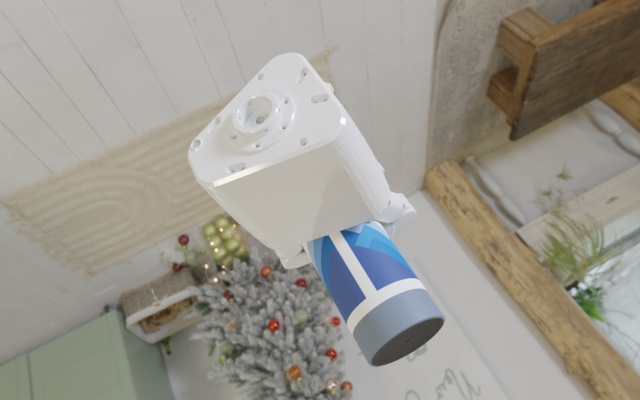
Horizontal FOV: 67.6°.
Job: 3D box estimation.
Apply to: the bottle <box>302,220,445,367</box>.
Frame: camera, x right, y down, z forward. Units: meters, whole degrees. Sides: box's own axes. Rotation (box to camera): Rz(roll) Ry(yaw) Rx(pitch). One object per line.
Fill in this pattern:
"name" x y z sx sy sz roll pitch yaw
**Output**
"bottle" 0.000 0.002 0.435 0.069 0.295 0.069 -21 -36 -16
